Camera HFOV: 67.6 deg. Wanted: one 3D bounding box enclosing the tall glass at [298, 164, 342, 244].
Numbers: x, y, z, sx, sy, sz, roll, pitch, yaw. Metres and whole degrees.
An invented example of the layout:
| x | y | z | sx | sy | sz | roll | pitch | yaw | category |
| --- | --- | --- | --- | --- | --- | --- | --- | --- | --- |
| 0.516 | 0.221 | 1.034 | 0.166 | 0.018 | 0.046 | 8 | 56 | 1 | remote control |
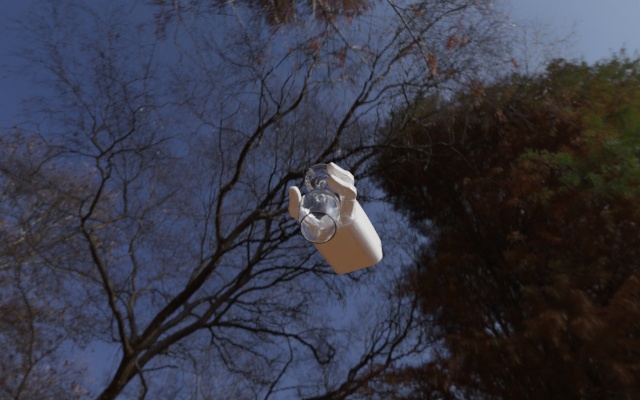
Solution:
| x | y | z | sx | sy | sz | roll | pitch | yaw | category |
| --- | --- | --- | --- | --- | --- | --- | --- | --- | --- |
| 0.000 | 0.003 | 0.886 | 0.079 | 0.079 | 0.201 | 0 | 26 | 3 | tall glass |
